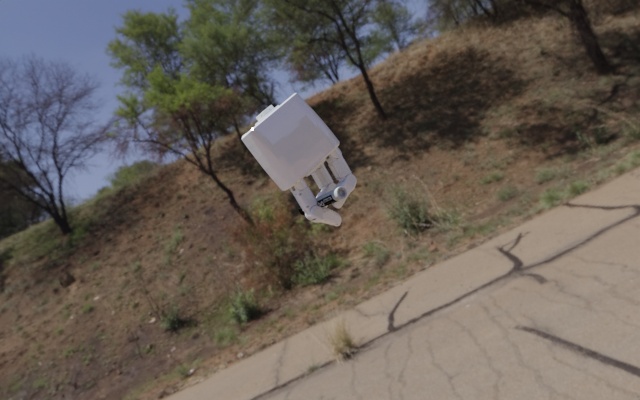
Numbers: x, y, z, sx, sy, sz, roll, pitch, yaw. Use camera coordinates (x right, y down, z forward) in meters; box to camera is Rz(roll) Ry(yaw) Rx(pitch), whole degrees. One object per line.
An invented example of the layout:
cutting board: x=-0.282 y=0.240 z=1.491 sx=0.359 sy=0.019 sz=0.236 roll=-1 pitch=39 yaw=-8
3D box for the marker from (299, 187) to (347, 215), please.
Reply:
marker: x=0.000 y=0.002 z=0.749 sx=0.020 sy=0.020 sz=0.121 roll=0 pitch=-14 yaw=-32
